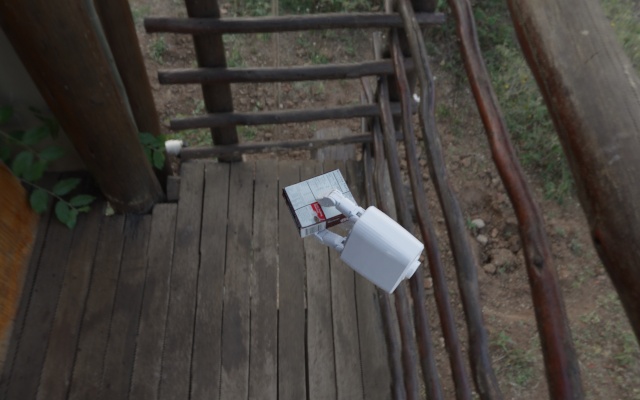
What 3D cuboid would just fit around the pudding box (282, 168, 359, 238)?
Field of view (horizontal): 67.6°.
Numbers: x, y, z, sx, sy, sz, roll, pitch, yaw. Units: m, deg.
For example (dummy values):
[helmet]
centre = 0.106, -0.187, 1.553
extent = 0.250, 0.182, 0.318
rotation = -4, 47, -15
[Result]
[pudding box]
centre = 0.000, 0.003, 0.840
extent = 0.113, 0.090, 0.039
rotation = -19, -27, -14
